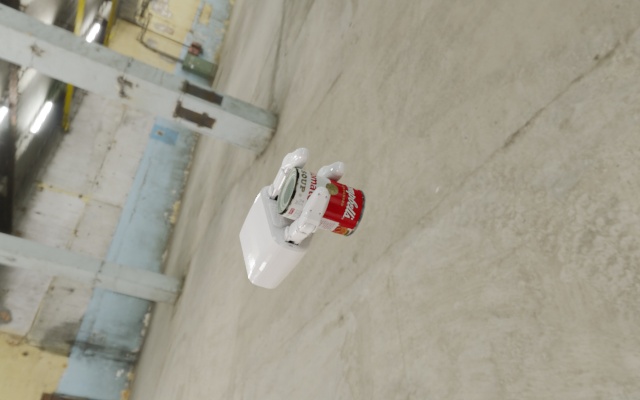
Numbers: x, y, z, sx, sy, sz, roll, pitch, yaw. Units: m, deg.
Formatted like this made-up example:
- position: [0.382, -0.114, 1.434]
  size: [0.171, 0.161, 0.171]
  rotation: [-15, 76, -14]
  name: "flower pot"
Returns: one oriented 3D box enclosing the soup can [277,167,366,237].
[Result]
- position: [0.000, 0.002, 0.645]
  size: [0.102, 0.068, 0.068]
  rotation: [19, -6, -19]
  name: "soup can"
